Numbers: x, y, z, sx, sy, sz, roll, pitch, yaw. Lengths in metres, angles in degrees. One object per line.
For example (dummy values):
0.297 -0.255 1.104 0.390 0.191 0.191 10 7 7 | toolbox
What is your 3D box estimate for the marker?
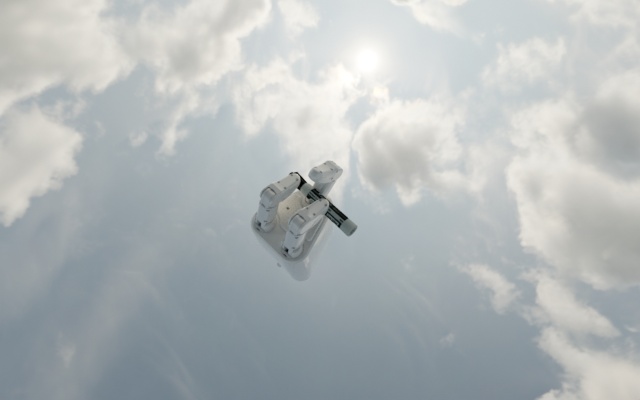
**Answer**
0.000 0.002 0.637 0.121 0.020 0.020 42 17 20 | marker
